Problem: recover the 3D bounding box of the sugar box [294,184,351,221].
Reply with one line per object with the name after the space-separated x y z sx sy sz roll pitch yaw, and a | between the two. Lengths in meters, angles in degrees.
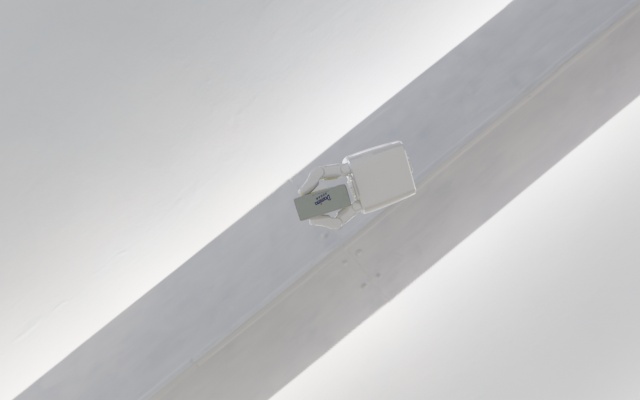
0.000 0.002 0.878 0.093 0.048 0.176 -17 -2 -3 | sugar box
